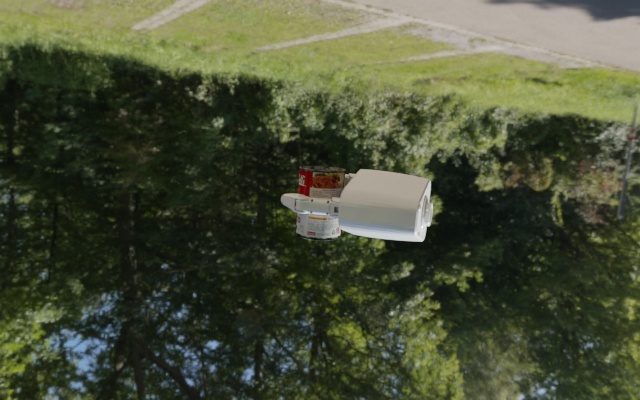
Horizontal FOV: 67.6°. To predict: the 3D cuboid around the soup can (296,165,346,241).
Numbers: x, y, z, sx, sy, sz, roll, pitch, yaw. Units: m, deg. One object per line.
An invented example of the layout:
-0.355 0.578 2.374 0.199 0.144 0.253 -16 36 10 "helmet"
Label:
0.000 0.003 0.705 0.068 0.102 0.068 4 9 -1 "soup can"
